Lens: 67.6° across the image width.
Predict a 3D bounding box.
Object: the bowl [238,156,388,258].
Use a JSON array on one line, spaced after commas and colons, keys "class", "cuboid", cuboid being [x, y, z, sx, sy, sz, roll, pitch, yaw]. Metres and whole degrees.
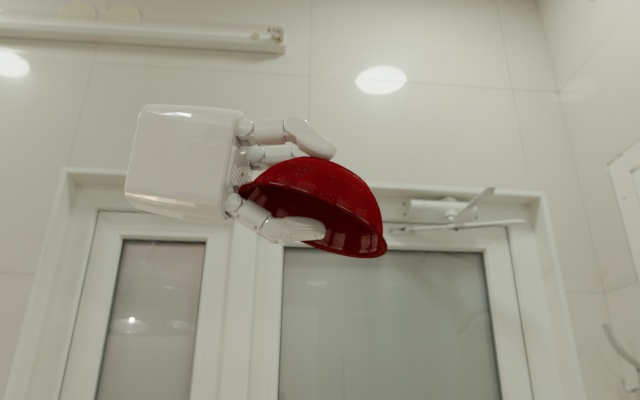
[{"class": "bowl", "cuboid": [0.001, 0.002, 0.493, 0.162, 0.055, 0.162, 20, -20, 8]}]
